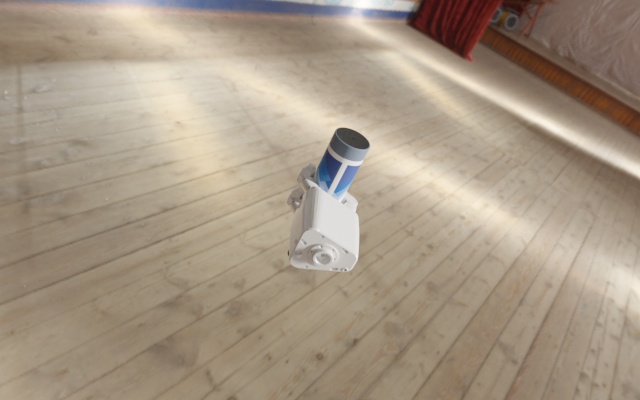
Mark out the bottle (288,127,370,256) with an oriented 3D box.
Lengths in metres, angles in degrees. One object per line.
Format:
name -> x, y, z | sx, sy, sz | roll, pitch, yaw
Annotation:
bottle -> 0.000, 0.003, 0.894 | 0.069, 0.296, 0.069 | 18, 35, -13
